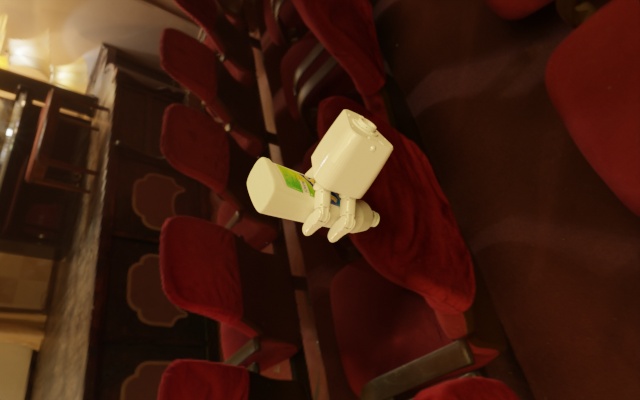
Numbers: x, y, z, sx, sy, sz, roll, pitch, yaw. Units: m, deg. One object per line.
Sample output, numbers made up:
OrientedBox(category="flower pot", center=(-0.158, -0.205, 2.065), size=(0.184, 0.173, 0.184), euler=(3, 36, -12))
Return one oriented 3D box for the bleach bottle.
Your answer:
OrientedBox(category="bleach bottle", center=(0.000, 0.003, 0.846), size=(0.251, 0.068, 0.102), euler=(16, 30, -34))
